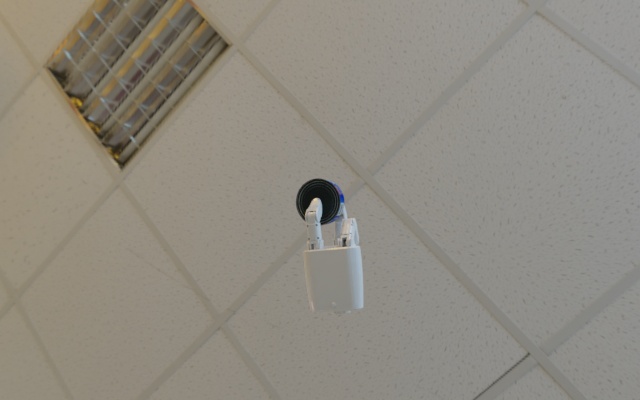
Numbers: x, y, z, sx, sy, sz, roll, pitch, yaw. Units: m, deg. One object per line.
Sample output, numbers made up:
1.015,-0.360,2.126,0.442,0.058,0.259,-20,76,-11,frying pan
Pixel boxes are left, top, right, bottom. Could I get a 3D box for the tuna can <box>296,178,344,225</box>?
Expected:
0.000,0.003,0.880,0.086,0.086,0.034,0,-1,19,tuna can
